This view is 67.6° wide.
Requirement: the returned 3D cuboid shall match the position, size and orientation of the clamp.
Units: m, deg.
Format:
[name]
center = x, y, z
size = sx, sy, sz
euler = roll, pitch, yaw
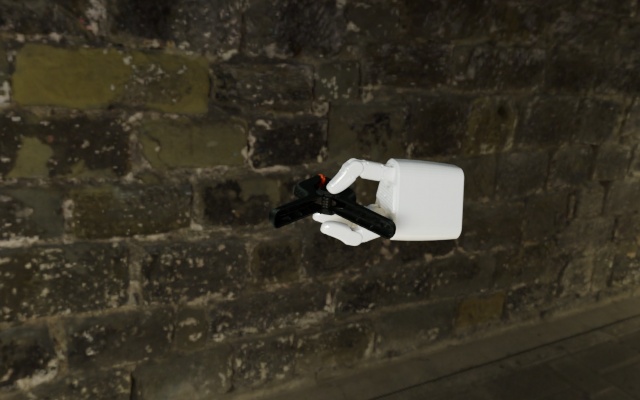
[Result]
[clamp]
center = 0.000, 0.001, 0.688
size = 0.164, 0.036, 0.210
euler = 5, 18, -13
